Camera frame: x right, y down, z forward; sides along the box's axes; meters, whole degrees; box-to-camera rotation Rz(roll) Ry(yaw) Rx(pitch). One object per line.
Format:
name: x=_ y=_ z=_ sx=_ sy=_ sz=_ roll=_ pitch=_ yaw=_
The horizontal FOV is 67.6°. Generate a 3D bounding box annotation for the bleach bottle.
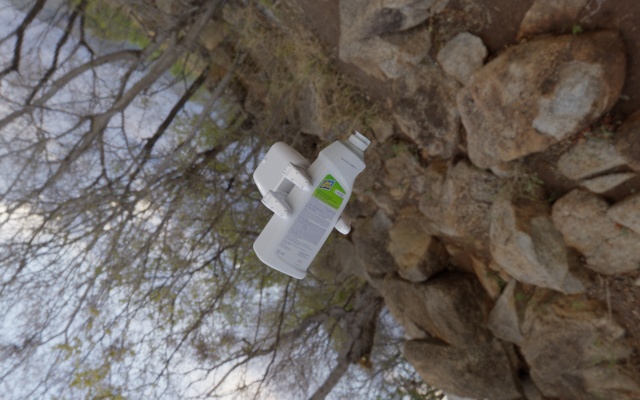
bleach bottle: x=0.000 y=0.003 z=0.772 sx=0.102 sy=0.251 sz=0.068 roll=30 pitch=10 yaw=-36
